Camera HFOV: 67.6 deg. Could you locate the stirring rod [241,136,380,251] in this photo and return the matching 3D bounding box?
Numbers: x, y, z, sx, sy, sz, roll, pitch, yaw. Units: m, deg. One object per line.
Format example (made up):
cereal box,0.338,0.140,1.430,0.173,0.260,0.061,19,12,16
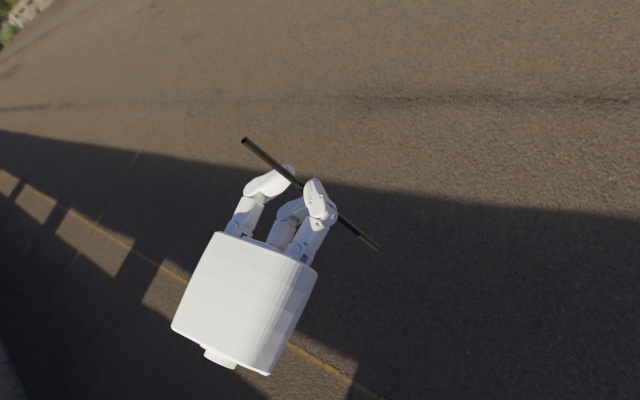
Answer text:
stirring rod,0.000,0.002,0.523,0.011,0.011,0.240,0,-29,43
